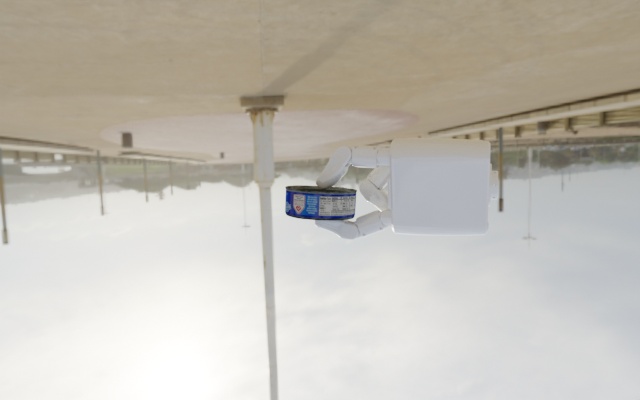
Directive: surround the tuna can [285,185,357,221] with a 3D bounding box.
[{"bbox_3d":[0.000,0.002,0.572,0.086,0.034,0.086,3,6,0],"label":"tuna can"}]
